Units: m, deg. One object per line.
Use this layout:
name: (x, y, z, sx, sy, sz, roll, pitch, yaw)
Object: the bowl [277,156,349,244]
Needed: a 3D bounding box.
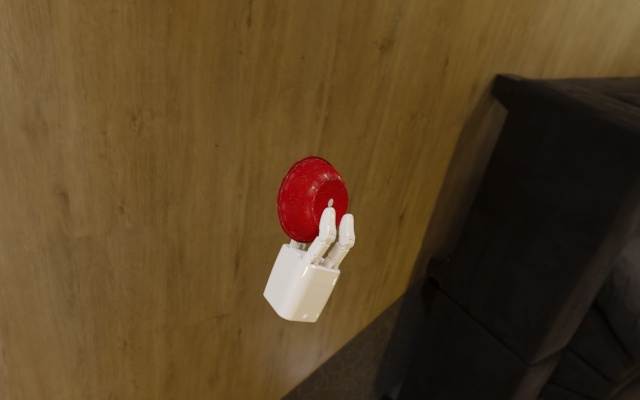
bowl: (0.001, 0.002, 0.854, 0.055, 0.162, 0.162, 11, 8, 44)
